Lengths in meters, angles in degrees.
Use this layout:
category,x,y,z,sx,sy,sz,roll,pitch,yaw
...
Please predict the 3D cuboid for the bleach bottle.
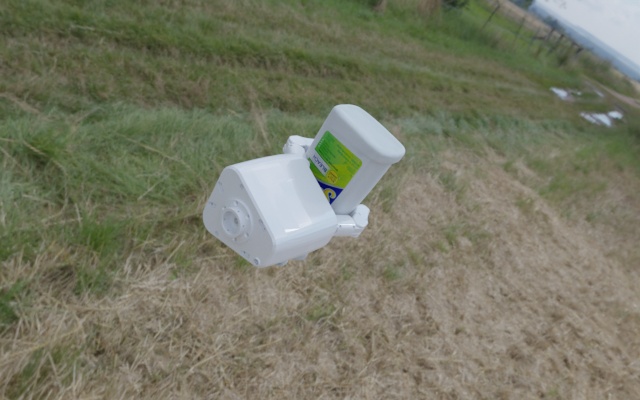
category,x,y,z,sx,sy,sz,roll,pitch,yaw
bleach bottle,0.000,0.002,0.631,0.102,0.251,0.068,47,34,21
